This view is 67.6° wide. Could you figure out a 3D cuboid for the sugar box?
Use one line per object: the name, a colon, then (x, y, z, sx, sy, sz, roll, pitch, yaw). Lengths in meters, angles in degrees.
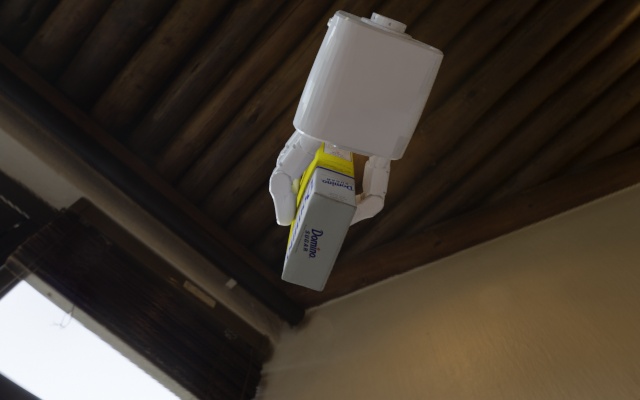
sugar box: (0.000, 0.001, 0.486, 0.048, 0.093, 0.176, 19, 23, -4)
